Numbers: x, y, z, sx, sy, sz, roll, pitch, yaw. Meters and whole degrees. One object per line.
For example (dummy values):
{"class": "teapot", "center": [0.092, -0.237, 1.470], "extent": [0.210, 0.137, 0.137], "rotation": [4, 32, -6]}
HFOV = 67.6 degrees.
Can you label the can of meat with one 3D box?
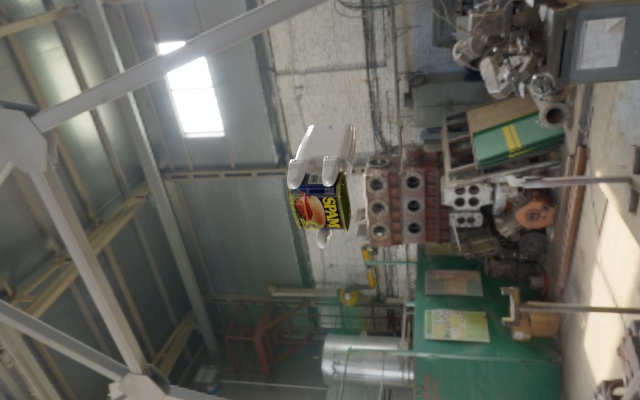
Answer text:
{"class": "can of meat", "center": [0.000, 0.003, 0.770], "extent": [0.084, 0.102, 0.057], "rotation": [0, 45, 13]}
